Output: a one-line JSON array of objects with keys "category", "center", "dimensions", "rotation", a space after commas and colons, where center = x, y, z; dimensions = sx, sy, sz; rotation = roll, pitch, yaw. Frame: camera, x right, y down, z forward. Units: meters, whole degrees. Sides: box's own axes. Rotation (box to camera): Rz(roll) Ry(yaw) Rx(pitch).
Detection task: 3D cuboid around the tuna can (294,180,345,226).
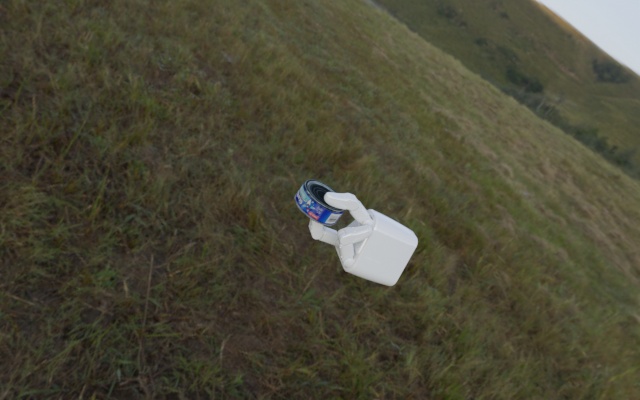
[{"category": "tuna can", "center": [0.000, 0.002, 0.822], "dimensions": [0.086, 0.034, 0.086], "rotation": [28, 26, -15]}]
